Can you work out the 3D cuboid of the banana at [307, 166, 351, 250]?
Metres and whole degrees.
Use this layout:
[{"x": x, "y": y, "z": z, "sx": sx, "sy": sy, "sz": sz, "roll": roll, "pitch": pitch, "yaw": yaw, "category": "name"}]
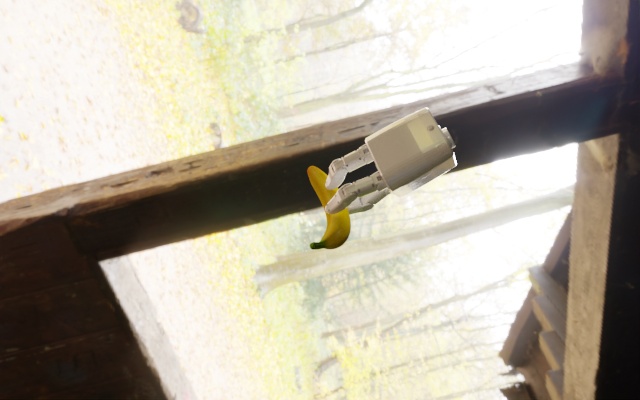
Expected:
[{"x": 0.015, "y": 0.013, "z": 0.766, "sx": 0.070, "sy": 0.037, "sz": 0.197, "roll": 31, "pitch": 30, "yaw": -25, "category": "banana"}]
